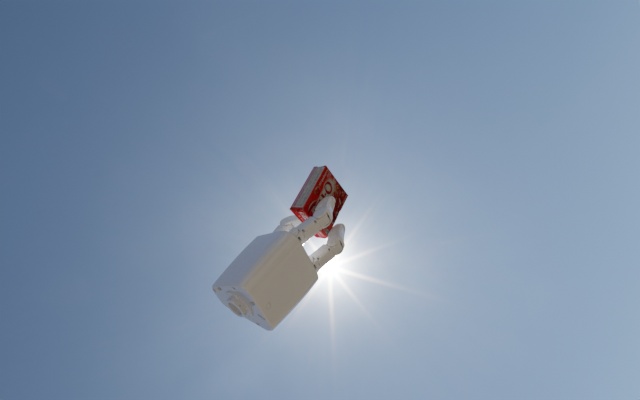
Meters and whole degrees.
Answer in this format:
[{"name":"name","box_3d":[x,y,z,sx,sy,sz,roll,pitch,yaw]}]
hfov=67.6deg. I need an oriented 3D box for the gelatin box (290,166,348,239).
[{"name":"gelatin box","box_3d":[0.000,0.002,0.744,0.030,0.089,0.073,0,-39,41]}]
